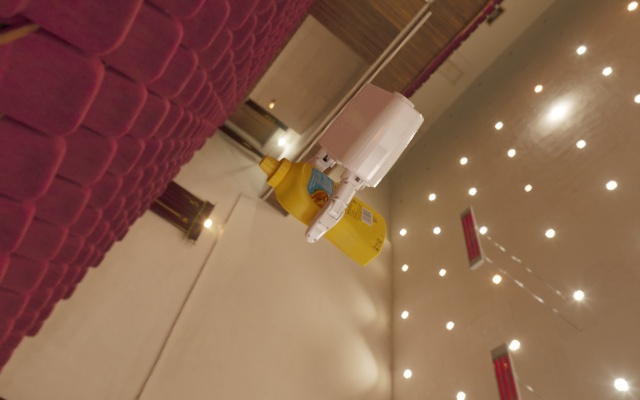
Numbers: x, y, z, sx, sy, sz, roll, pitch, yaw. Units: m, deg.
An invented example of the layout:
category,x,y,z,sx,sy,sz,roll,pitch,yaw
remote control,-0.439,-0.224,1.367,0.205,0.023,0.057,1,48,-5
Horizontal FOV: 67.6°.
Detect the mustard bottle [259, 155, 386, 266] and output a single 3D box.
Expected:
category,x,y,z,sx,sy,sz,roll,pitch,yaw
mustard bottle,0.000,0.002,0.640,0.192,0.058,0.096,36,32,-15
